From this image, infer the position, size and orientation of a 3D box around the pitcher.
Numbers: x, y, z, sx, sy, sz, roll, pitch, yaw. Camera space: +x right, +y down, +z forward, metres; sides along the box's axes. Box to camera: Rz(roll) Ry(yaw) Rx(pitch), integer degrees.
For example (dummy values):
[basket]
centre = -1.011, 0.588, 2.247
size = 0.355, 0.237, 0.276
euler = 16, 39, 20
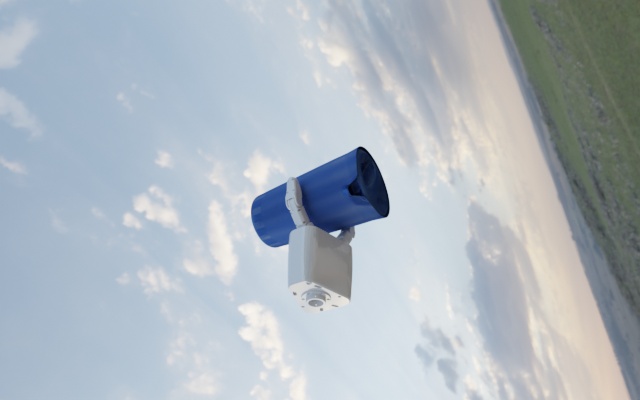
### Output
[pitcher]
centre = 0.000, 0.003, 0.890
size = 0.243, 0.145, 0.149
euler = -20, -43, 24
